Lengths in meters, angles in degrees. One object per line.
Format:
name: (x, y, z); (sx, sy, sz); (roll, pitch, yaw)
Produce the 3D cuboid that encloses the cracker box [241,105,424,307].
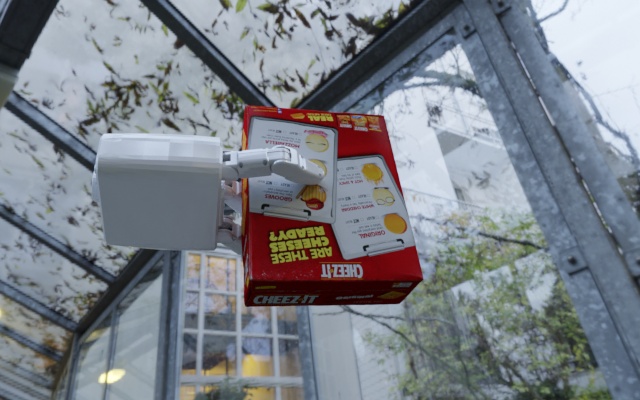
cracker box: (0.000, 0.001, 0.507); (0.164, 0.213, 0.072); (2, -35, -13)
